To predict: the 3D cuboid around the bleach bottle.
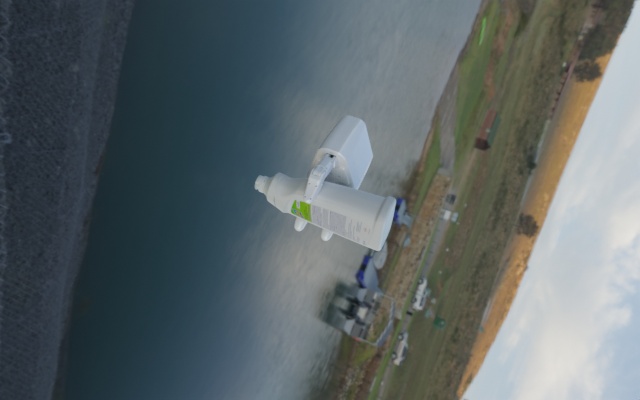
[{"bbox_3d":[0.000,0.003,0.836,0.251,0.068,0.103,20,-38,15],"label":"bleach bottle"}]
